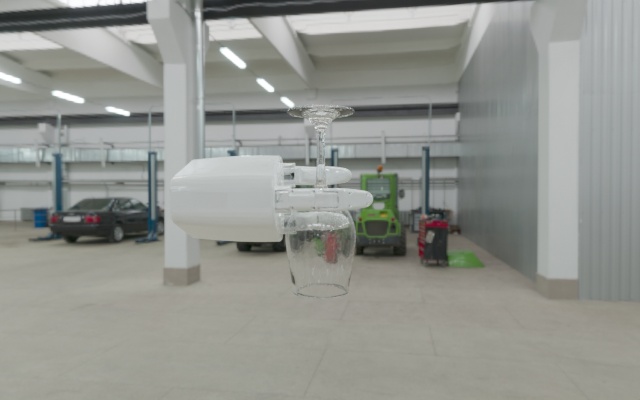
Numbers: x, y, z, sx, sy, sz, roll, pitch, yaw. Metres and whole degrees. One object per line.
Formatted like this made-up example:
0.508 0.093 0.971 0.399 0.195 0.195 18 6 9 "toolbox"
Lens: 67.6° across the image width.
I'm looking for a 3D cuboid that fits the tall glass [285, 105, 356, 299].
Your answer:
0.000 0.001 0.524 0.079 0.201 0.079 0 1 0 "tall glass"
